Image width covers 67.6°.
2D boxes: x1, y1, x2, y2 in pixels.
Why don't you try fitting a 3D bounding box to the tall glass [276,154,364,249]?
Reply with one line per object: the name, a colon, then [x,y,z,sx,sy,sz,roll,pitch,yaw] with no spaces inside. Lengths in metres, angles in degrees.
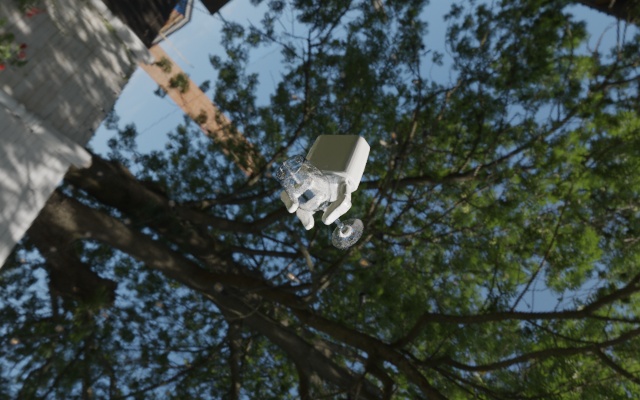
tall glass: [0.001,0.003,0.899,0.079,0.079,0.201,0,-39,44]
